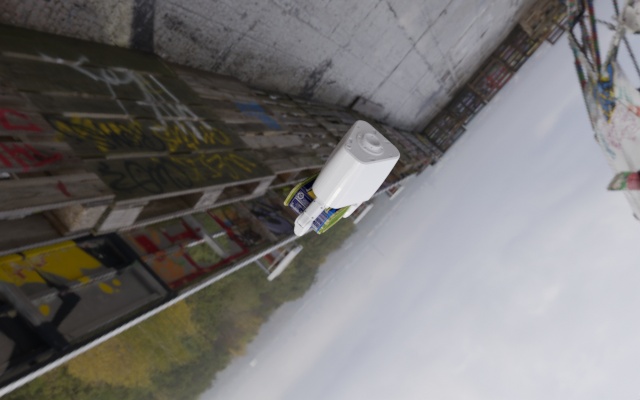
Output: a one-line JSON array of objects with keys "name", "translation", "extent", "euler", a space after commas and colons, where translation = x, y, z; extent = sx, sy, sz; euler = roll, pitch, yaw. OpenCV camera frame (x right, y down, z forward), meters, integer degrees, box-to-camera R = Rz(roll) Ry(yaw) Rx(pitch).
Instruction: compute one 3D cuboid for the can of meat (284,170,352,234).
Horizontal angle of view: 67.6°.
[{"name": "can of meat", "translation": [0.000, 0.003, 0.845], "extent": [0.102, 0.084, 0.057], "euler": [-35, -15, -52]}]
